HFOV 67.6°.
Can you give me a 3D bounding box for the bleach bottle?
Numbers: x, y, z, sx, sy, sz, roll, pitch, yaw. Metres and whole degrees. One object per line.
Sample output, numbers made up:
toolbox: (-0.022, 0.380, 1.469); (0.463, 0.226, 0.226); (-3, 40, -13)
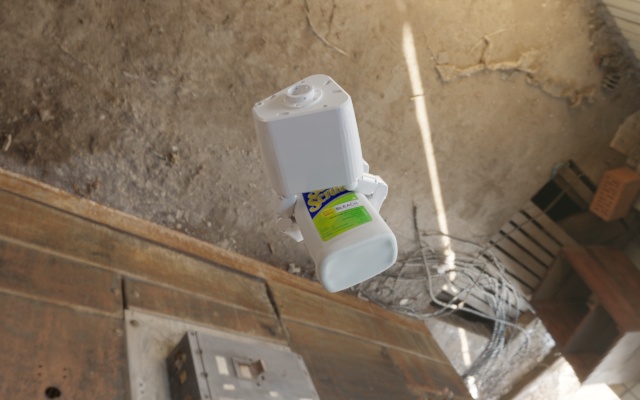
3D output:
bleach bottle: (0.000, 0.002, 0.631); (0.102, 0.068, 0.250); (-21, 41, -11)
